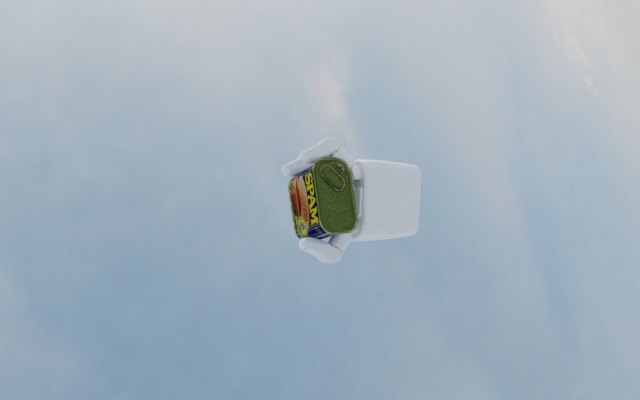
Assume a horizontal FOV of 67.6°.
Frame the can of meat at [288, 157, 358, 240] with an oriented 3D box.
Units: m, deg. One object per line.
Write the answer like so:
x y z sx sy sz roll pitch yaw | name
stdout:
0.000 0.002 0.651 0.057 0.102 0.084 -2 -12 -30 | can of meat
